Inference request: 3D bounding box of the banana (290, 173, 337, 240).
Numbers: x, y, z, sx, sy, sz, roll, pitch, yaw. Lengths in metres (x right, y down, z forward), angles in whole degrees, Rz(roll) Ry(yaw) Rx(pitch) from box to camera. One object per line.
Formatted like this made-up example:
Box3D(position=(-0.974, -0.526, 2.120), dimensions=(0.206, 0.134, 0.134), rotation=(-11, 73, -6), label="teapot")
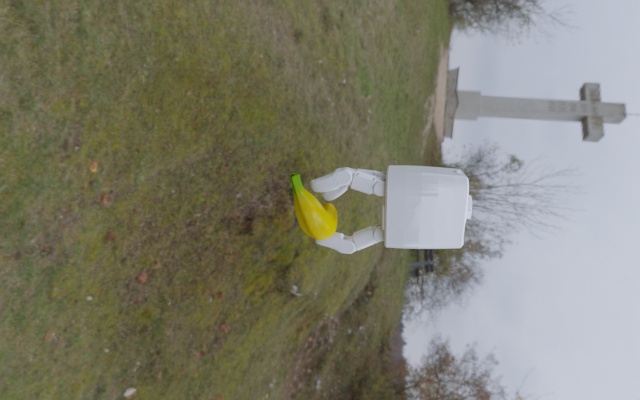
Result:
Box3D(position=(-0.001, 0.020, 0.638), dimensions=(0.037, 0.069, 0.198), rotation=(-2, -12, 11), label="banana")
